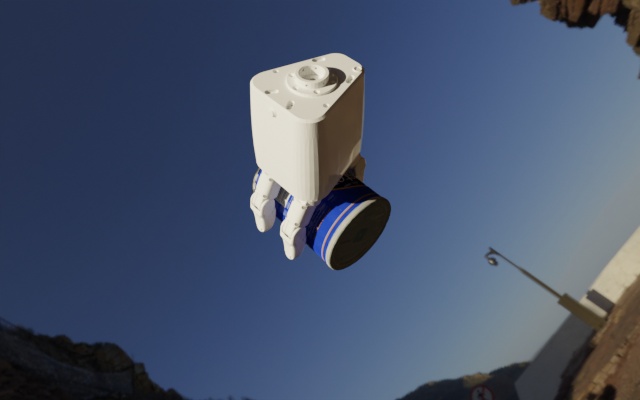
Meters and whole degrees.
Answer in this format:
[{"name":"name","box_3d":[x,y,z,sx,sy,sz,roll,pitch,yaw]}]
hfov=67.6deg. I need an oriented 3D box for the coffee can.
[{"name":"coffee can","box_3d":[0.000,0.002,0.584,0.140,0.103,0.103,39,21,28]}]
